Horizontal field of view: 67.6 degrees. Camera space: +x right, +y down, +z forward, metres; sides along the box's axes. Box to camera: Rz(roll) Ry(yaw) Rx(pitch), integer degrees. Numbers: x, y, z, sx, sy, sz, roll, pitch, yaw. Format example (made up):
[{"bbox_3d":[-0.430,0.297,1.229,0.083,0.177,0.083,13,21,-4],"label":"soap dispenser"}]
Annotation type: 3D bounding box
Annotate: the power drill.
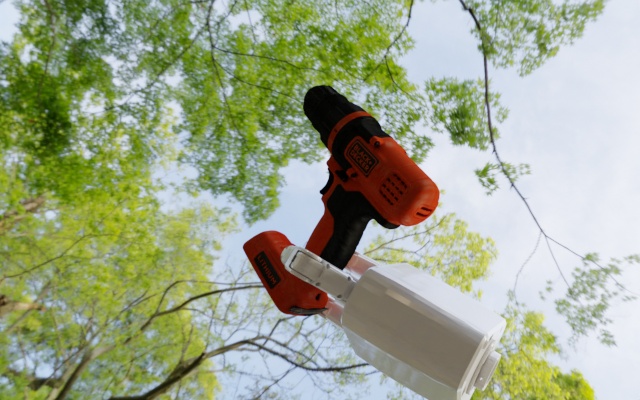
[{"bbox_3d":[0.000,0.002,0.457,0.057,0.188,0.184,12,32,-45],"label":"power drill"}]
